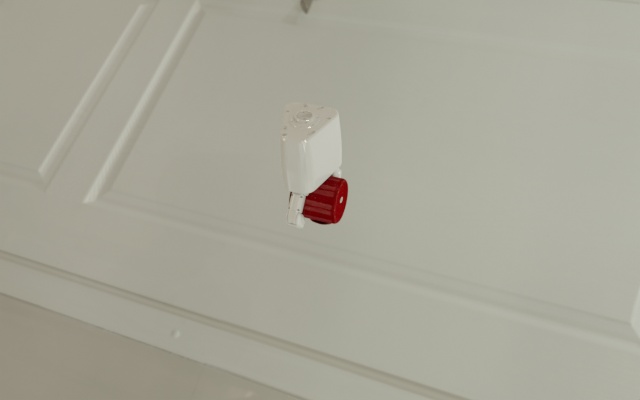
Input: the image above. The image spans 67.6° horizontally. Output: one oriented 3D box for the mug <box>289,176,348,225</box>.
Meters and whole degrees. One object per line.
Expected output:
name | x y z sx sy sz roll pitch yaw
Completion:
mug | 0.000 0.004 0.851 0.081 0.117 0.093 12 47 16
